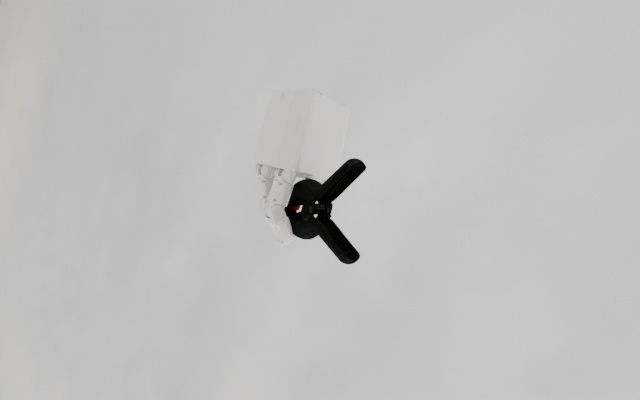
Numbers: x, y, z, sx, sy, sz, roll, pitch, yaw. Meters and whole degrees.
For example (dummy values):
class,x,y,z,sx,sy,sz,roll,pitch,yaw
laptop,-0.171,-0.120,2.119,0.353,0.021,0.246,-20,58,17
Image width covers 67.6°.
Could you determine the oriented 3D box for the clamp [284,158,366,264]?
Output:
class,x,y,z,sx,sy,sz,roll,pitch,yaw
clamp,0.000,0.002,0.601,0.039,0.120,0.171,13,2,-37
